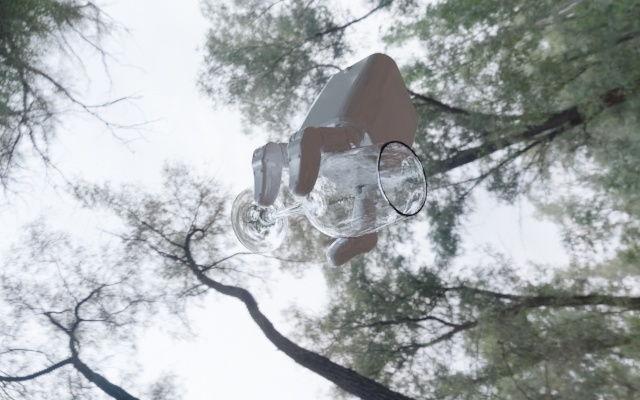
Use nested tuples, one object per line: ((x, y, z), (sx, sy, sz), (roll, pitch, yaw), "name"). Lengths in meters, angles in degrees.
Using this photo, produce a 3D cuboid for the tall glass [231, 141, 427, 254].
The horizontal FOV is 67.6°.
((0.000, 0.002, 0.449), (0.079, 0.079, 0.201), (0, -11, -42), "tall glass")
